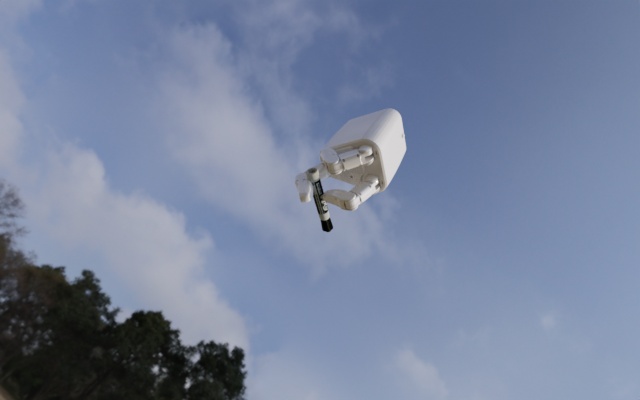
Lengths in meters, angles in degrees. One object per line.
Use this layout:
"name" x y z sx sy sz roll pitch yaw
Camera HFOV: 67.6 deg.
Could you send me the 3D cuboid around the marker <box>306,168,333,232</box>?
"marker" 0.000 0.003 0.752 0.020 0.121 0.020 -10 36 8
